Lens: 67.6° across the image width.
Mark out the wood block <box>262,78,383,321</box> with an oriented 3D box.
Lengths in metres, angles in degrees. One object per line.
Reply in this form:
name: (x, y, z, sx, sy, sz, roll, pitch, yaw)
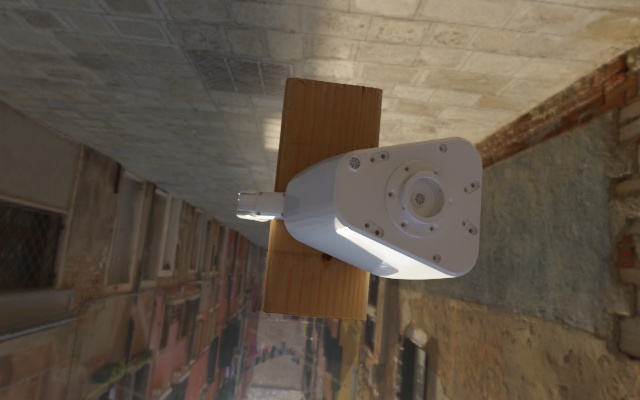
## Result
wood block: (0.000, 0.002, 0.455, 0.091, 0.206, 0.090, 6, -8, -5)
